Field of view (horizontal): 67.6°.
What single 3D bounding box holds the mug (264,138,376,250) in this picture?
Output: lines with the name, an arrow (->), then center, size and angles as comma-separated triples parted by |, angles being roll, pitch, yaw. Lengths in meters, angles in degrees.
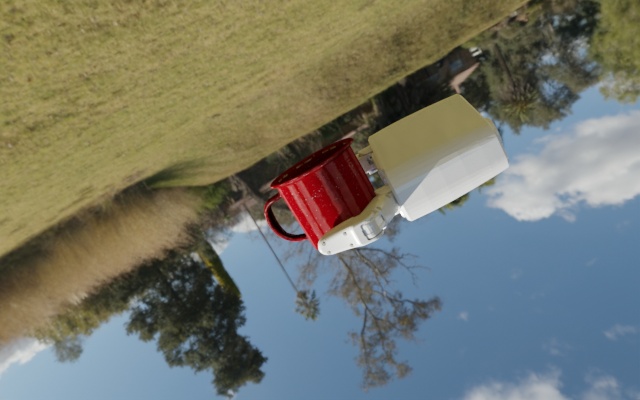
mug -> -0.001, 0.002, 0.475 | 0.117, 0.081, 0.093 | -28, 12, 11
